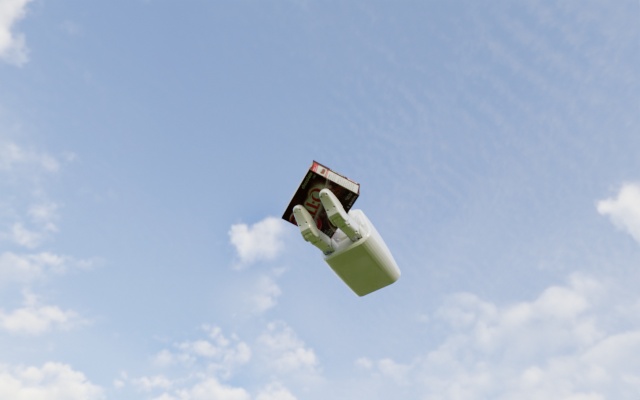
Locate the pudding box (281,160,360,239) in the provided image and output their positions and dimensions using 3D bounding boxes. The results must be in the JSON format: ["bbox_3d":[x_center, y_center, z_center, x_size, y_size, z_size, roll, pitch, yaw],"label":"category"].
[{"bbox_3d":[0.000,0.002,0.774,0.090,0.113,0.039,26,31,-7],"label":"pudding box"}]
